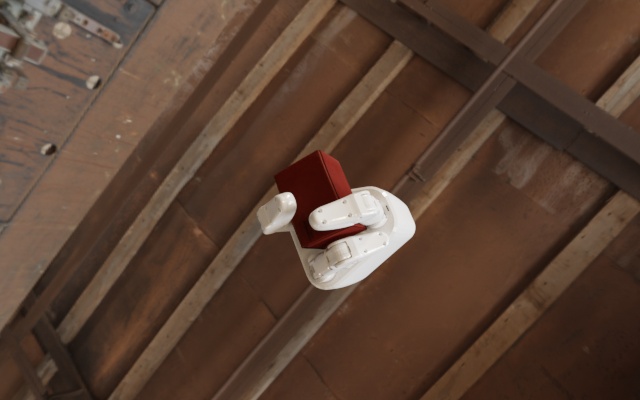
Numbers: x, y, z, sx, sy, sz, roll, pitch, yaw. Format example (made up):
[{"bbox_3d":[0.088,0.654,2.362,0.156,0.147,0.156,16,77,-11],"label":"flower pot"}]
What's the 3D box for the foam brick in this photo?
[{"bbox_3d":[0.000,0.001,0.453,0.053,0.078,0.051,-26,-15,18],"label":"foam brick"}]
